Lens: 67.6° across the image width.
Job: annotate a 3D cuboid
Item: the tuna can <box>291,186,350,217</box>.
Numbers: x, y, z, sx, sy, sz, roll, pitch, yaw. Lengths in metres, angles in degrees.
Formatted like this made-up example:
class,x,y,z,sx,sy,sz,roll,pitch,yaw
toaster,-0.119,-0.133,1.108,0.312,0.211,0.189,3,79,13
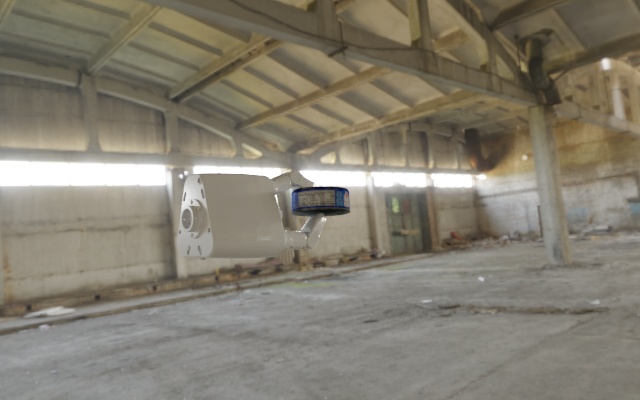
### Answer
class,x,y,z,sx,sy,sz,roll,pitch,yaw
tuna can,0.000,0.002,0.694,0.086,0.033,0.086,-2,-8,0
